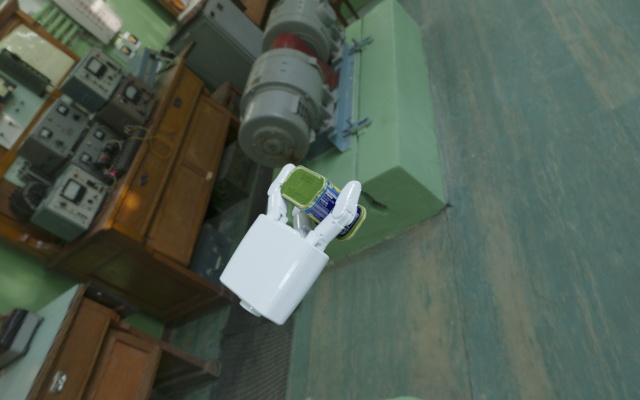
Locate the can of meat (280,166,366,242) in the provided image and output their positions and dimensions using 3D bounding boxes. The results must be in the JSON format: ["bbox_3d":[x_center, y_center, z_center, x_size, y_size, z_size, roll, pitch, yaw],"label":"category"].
[{"bbox_3d":[0.000,0.002,0.662,0.084,0.057,0.102,39,-5,-32],"label":"can of meat"}]
